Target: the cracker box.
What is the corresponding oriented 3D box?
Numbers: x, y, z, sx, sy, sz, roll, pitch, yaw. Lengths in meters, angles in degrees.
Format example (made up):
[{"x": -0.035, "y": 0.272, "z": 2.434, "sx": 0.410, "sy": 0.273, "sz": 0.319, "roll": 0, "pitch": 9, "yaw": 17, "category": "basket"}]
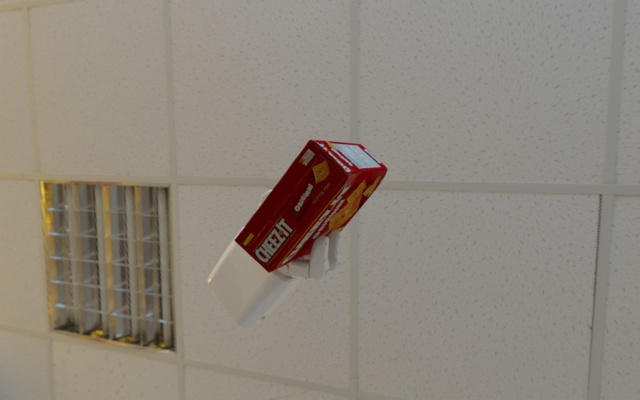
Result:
[{"x": 0.000, "y": 0.002, "z": 0.661, "sx": 0.072, "sy": 0.164, "sz": 0.213, "roll": 42, "pitch": 17, "yaw": 12, "category": "cracker box"}]
